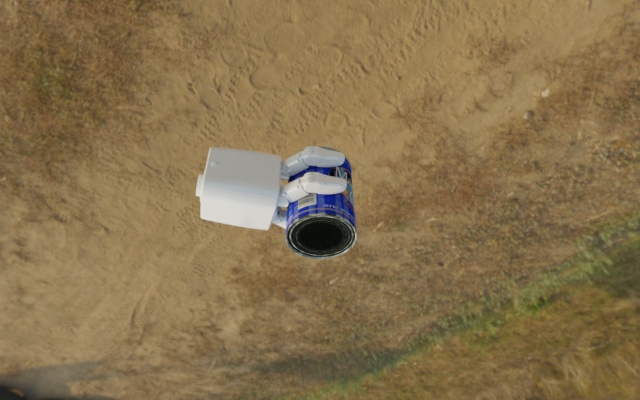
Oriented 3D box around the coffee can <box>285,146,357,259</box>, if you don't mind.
[{"bbox_3d":[0.000,0.002,0.722,0.103,0.140,0.103,-1,-43,-1],"label":"coffee can"}]
